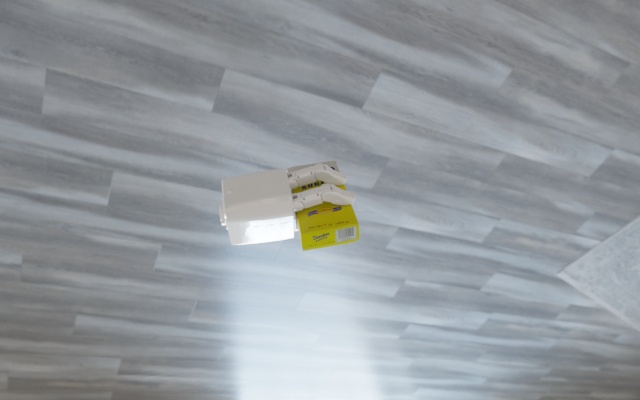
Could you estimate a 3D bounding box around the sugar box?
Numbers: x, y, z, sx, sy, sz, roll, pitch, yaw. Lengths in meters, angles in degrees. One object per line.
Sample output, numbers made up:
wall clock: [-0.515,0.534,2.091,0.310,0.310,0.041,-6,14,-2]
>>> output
sugar box: [0.000,0.002,0.798,0.093,0.048,0.176,-9,42,-7]
